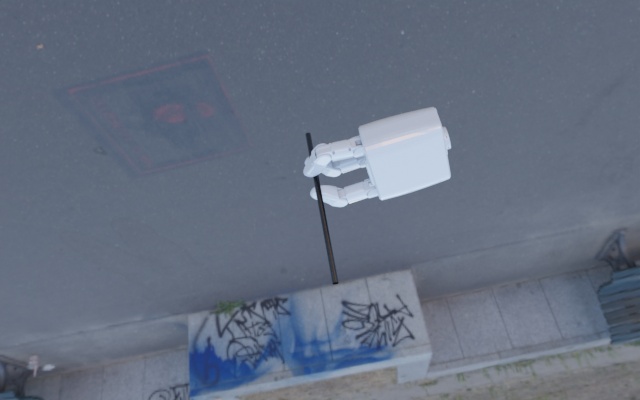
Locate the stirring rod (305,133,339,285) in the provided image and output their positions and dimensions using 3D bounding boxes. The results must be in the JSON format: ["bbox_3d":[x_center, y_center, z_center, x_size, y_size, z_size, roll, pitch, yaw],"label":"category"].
[{"bbox_3d":[0.000,0.002,0.662,0.011,0.239,0.011,-8,-30,-5],"label":"stirring rod"}]
